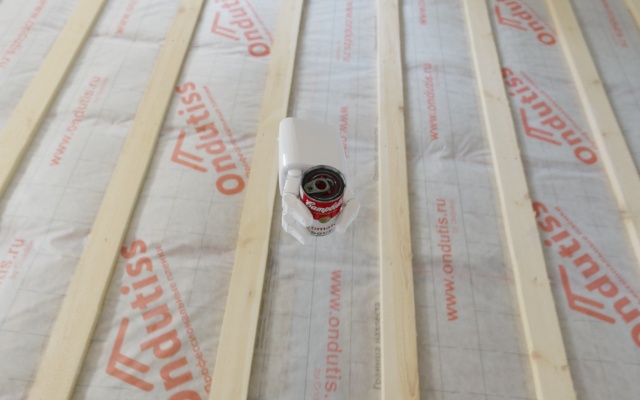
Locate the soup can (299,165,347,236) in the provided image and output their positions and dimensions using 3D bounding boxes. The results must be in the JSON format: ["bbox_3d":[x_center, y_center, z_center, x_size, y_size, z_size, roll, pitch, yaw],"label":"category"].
[{"bbox_3d":[0.000,0.003,0.740,0.068,0.068,0.102,0,-34,-6],"label":"soup can"}]
